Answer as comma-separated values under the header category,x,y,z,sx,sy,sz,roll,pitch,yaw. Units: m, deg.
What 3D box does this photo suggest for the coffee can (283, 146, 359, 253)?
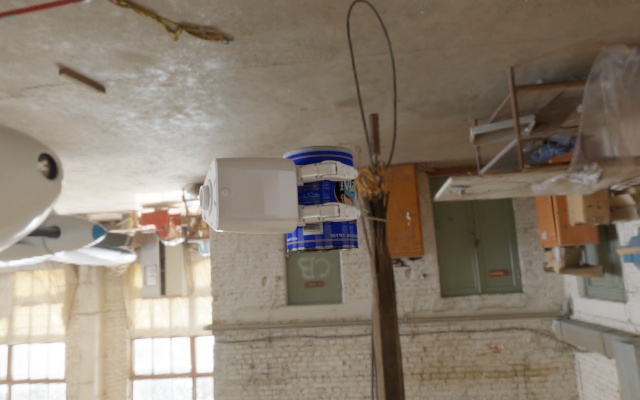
category,x,y,z,sx,sy,sz,roll,pitch,yaw
coffee can,0.000,0.002,0.685,0.103,0.140,0.103,-3,-8,0
